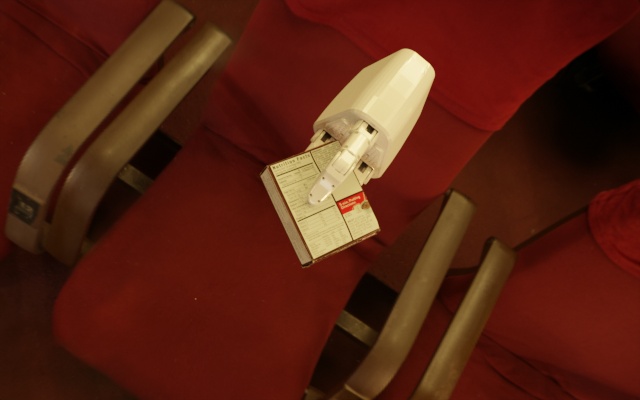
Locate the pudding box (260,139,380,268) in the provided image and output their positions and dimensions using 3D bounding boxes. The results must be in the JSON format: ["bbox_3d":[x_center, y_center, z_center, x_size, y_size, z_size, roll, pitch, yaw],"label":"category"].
[{"bbox_3d":[0.000,0.002,0.508,0.090,0.113,0.039,-23,-8,-23],"label":"pudding box"}]
